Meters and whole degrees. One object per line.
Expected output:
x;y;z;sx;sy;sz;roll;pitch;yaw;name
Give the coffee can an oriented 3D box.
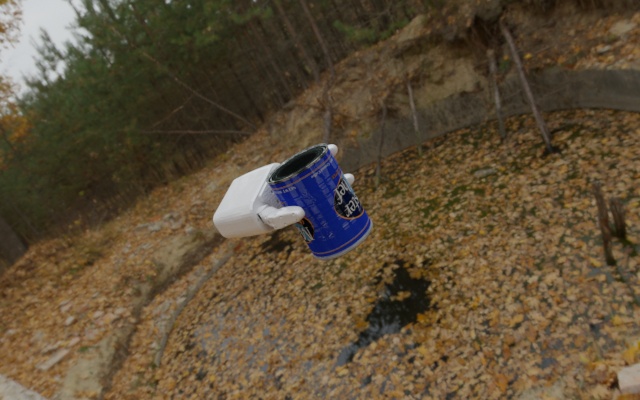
0.000;0.002;0.703;0.103;0.140;0.102;-28;19;10;coffee can
